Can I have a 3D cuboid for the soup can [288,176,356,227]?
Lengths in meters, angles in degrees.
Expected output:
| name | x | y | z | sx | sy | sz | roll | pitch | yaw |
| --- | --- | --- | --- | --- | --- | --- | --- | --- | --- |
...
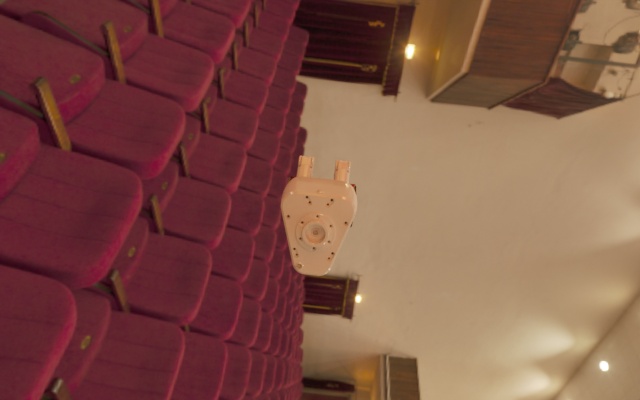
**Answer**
| name | x | y | z | sx | sy | sz | roll | pitch | yaw |
| --- | --- | --- | --- | --- | --- | --- | --- | --- | --- |
| soup can | 0.000 | 0.002 | 0.725 | 0.102 | 0.068 | 0.068 | 7 | 0 | 0 |
